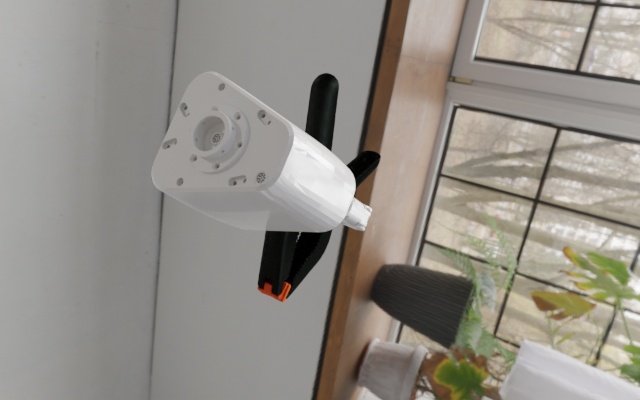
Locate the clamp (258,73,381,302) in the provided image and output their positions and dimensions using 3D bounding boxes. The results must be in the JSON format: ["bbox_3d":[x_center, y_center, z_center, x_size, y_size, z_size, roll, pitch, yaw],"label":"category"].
[{"bbox_3d":[0.000,0.002,0.486,0.036,0.210,0.164,18,-7,30],"label":"clamp"}]
